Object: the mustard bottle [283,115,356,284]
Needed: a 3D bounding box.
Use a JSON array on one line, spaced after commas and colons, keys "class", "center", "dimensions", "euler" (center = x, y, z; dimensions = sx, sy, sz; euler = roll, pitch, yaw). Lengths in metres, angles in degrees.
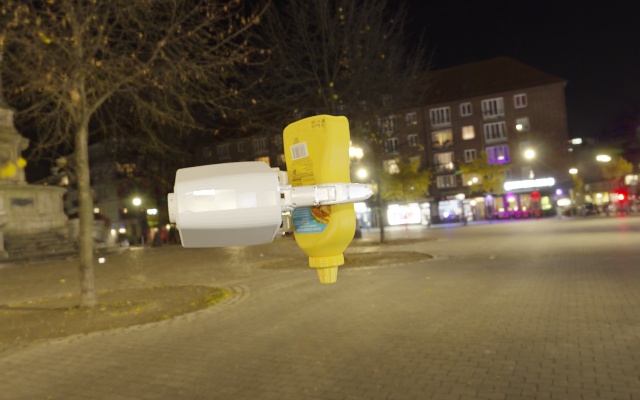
[{"class": "mustard bottle", "center": [0.000, 0.002, 0.566], "dimensions": [0.058, 0.191, 0.096], "euler": [-3, -2, -38]}]
